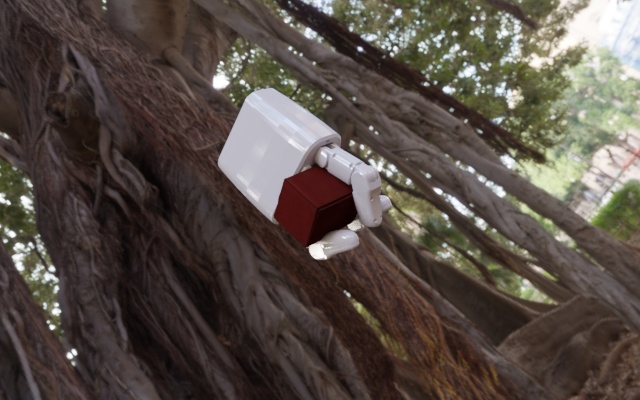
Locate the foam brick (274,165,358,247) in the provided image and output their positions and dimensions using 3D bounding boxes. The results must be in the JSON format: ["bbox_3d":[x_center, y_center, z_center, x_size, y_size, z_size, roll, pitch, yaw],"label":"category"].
[{"bbox_3d":[0.000,0.002,0.485,0.051,0.053,0.078,40,41,24],"label":"foam brick"}]
